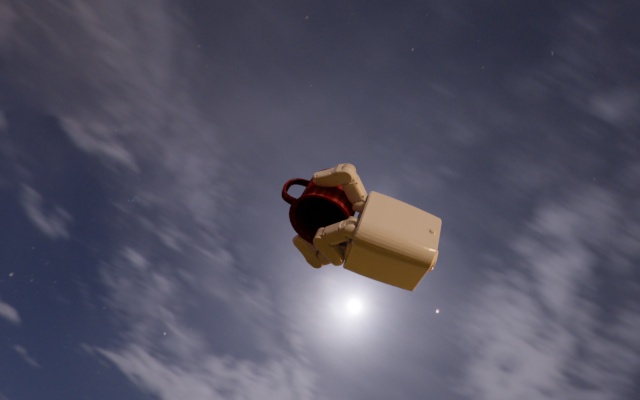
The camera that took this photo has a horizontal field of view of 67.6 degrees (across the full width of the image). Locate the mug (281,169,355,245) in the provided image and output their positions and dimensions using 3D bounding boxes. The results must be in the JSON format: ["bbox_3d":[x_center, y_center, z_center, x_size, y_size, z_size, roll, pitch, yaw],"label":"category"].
[{"bbox_3d":[-0.001,0.002,0.696,0.117,0.093,0.081,23,40,4],"label":"mug"}]
